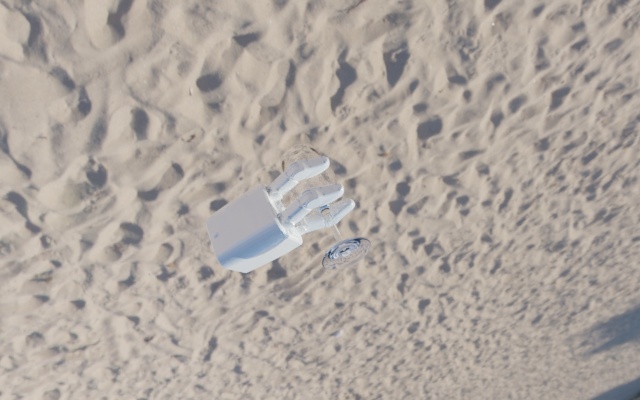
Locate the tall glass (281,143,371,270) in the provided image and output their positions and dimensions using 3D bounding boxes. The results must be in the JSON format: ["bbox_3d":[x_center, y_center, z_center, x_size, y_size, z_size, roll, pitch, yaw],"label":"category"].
[{"bbox_3d":[0.001,0.003,0.720,0.079,0.201,0.079,-17,-36,-13],"label":"tall glass"}]
